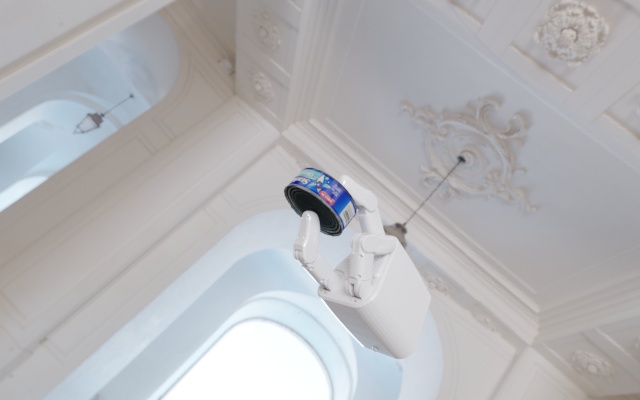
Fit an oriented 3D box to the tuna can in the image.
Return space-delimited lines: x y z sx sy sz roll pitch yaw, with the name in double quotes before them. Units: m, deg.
"tuna can" 0.000 0.001 0.566 0.086 0.033 0.086 33 -24 17
